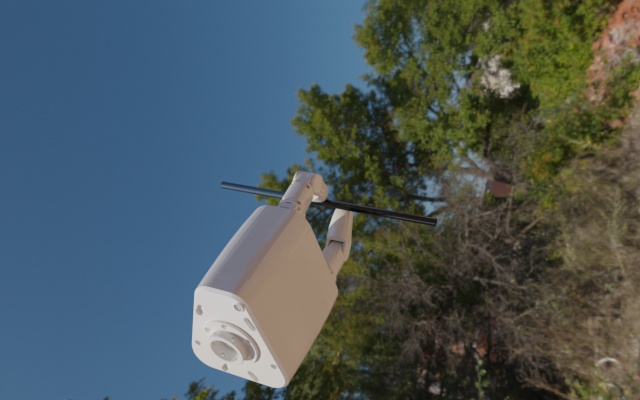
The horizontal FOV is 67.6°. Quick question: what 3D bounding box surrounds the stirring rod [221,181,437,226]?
[{"bbox_3d":[0.000,0.002,0.500,0.239,0.011,0.011,10,3,20],"label":"stirring rod"}]
